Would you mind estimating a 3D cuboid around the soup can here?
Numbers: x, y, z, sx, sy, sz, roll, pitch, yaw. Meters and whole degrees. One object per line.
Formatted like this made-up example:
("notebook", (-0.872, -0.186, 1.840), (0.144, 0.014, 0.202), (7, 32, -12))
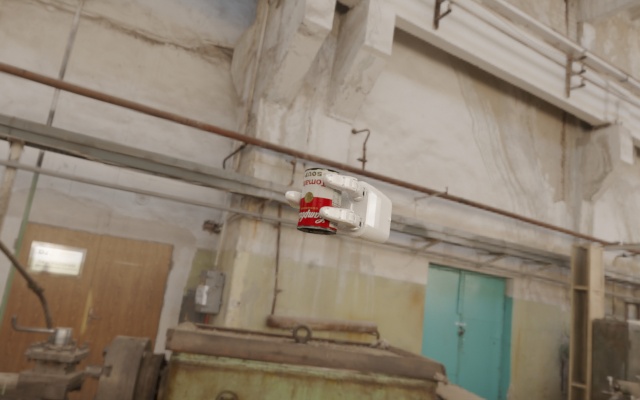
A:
("soup can", (0.000, 0.002, 0.807), (0.068, 0.102, 0.068), (7, -12, 1))
